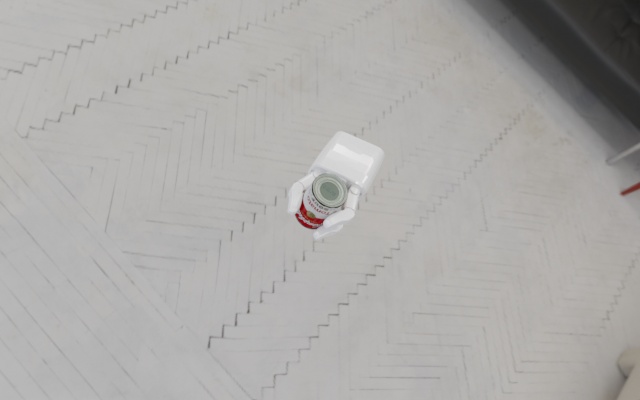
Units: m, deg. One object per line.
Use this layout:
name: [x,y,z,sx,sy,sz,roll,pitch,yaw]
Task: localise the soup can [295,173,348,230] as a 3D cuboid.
soup can: [0.000,0.003,0.858,0.068,0.068,0.102,0,-24,-22]
